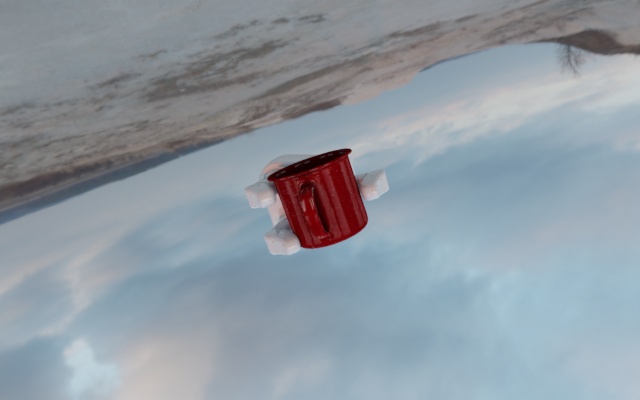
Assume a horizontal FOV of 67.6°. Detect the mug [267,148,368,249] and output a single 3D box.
[{"bbox_3d":[0.000,0.002,0.491,0.093,0.081,0.117,-17,12,9],"label":"mug"}]
